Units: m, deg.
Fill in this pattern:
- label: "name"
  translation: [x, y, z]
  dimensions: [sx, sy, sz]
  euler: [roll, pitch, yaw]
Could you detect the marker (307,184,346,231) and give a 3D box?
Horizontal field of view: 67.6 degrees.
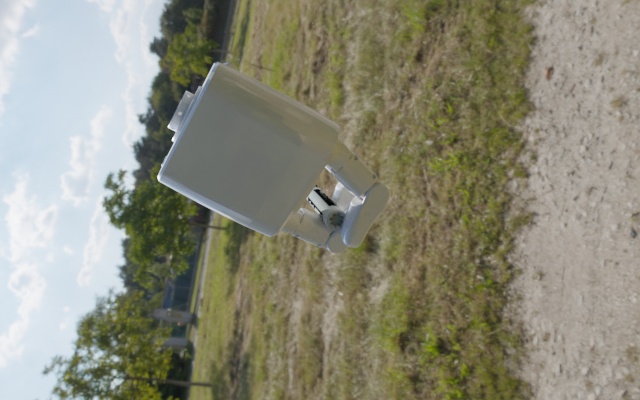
- label: "marker"
  translation: [0.000, 0.002, 0.455]
  dimensions: [0.020, 0.020, 0.121]
  euler: [0, 15, -14]
